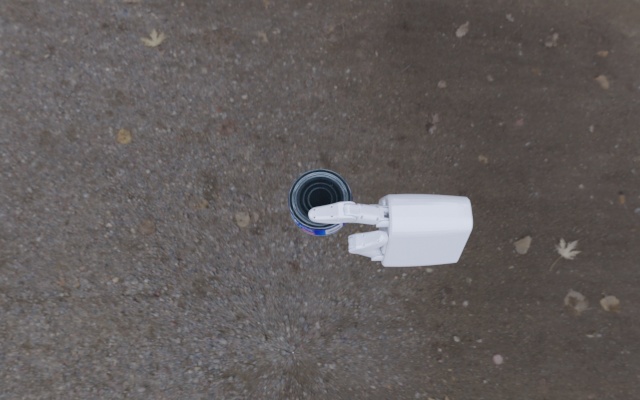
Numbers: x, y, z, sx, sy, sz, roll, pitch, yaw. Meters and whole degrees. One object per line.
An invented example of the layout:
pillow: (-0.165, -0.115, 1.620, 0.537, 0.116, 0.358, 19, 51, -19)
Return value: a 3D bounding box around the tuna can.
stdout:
tuna can: (0.000, 0.002, 0.635, 0.086, 0.086, 0.034, 0, -17, 3)
